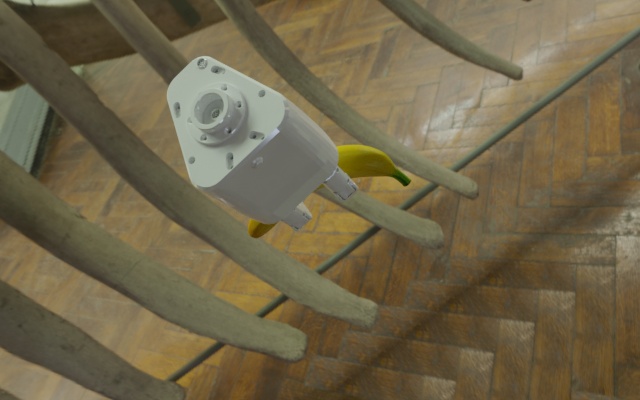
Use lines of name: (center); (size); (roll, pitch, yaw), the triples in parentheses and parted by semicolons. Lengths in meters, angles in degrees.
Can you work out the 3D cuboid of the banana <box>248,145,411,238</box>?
banana: (-0.003, -0.017, 0.537); (0.198, 0.069, 0.037); (-19, 2, 12)
